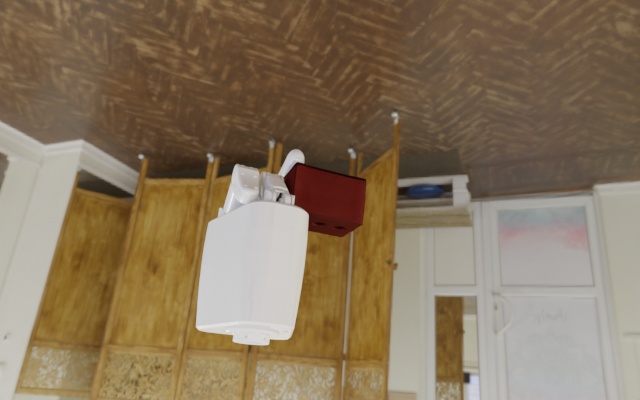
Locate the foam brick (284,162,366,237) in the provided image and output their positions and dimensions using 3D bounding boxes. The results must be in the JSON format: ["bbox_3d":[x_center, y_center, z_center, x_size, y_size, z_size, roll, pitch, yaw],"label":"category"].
[{"bbox_3d":[0.000,0.002,0.487,0.078,0.051,0.053,12,-24,-19],"label":"foam brick"}]
